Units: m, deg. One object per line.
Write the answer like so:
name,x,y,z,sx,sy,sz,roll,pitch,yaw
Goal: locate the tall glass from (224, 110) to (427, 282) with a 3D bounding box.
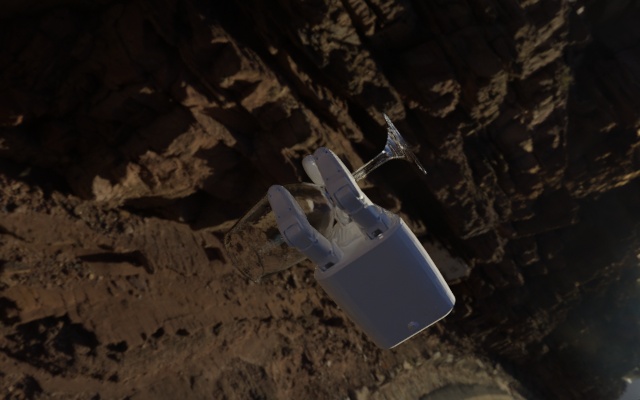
tall glass,0.001,0.001,0.469,0.201,0.079,0.079,-35,-9,12
